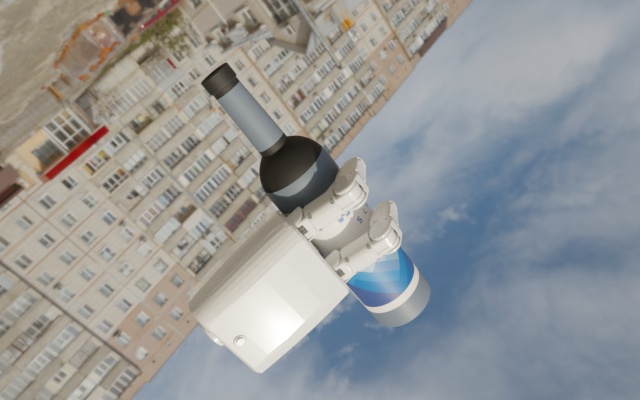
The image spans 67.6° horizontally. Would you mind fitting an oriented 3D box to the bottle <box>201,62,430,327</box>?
[{"bbox_3d":[0.000,0.002,0.441,0.069,0.296,0.069,-32,25,17],"label":"bottle"}]
